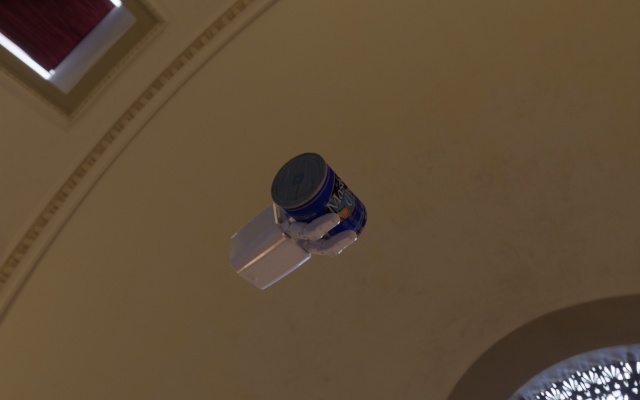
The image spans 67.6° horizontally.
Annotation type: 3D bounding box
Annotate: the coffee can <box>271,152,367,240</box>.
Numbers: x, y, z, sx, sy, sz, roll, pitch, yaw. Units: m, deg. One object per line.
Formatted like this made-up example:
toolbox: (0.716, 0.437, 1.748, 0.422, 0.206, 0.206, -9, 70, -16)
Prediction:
coffee can: (0.000, 0.002, 0.791, 0.103, 0.102, 0.140, 0, -32, 38)
